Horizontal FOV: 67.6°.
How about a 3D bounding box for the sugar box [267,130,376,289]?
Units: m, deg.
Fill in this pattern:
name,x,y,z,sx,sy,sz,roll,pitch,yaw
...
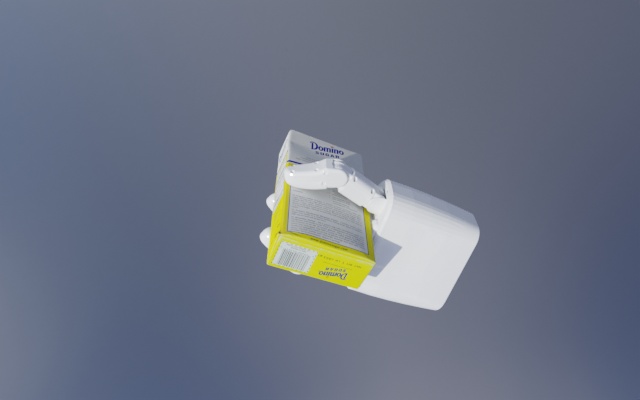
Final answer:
name,x,y,z,sx,sy,sz,roll,pitch,yaw
sugar box,0.000,0.002,0.490,0.093,0.048,0.176,19,34,-14
